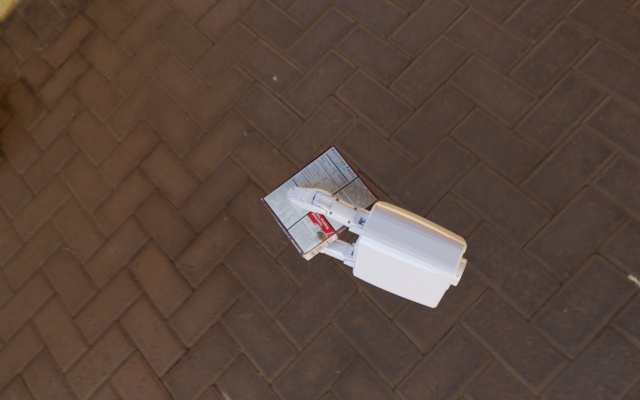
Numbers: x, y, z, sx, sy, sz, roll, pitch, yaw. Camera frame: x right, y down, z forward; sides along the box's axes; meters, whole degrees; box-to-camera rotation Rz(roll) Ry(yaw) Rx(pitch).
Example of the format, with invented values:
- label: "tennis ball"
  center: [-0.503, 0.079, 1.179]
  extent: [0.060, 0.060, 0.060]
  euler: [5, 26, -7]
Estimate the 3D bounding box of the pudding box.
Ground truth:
- label: "pudding box"
  center: [0.000, 0.002, 0.574]
  extent: [0.113, 0.090, 0.039]
  euler: [-37, -14, -5]
